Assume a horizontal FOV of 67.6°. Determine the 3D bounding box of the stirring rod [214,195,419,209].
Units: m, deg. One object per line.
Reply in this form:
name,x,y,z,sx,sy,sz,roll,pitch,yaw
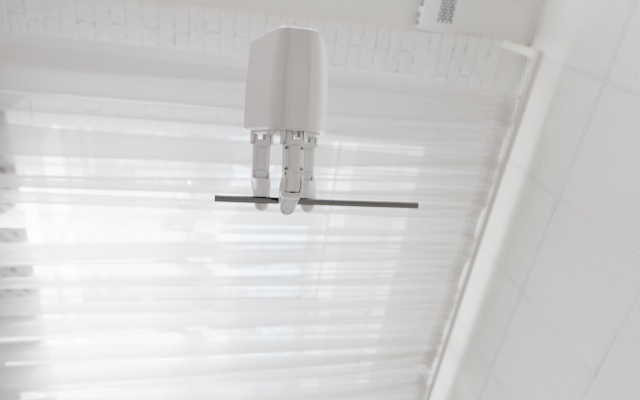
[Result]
stirring rod,0.000,0.002,0.554,0.239,0.011,0.011,2,-1,-12
